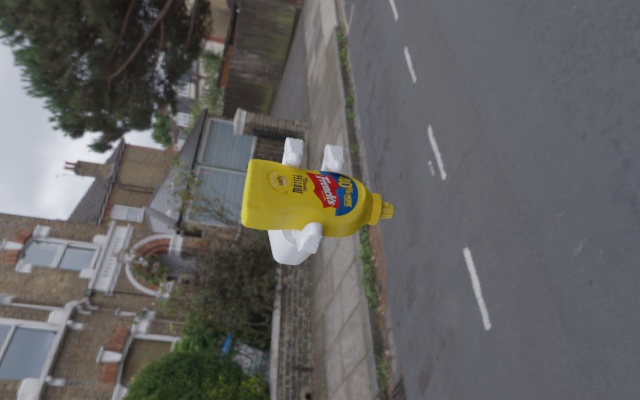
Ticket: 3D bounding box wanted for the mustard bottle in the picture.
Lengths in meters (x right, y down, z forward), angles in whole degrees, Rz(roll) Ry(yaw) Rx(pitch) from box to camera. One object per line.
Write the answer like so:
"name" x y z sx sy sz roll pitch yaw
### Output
"mustard bottle" 0.000 0.002 0.604 0.191 0.058 0.096 8 42 -11
